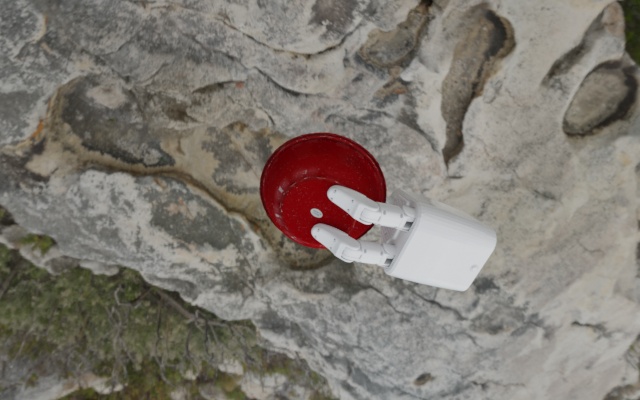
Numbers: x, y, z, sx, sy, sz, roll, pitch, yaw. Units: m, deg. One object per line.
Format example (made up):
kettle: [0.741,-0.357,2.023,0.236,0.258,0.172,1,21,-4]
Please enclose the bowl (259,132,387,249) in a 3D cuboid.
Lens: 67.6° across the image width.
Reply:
bowl: [-0.001,0.002,0.582,0.162,0.162,0.055,0,27,6]
